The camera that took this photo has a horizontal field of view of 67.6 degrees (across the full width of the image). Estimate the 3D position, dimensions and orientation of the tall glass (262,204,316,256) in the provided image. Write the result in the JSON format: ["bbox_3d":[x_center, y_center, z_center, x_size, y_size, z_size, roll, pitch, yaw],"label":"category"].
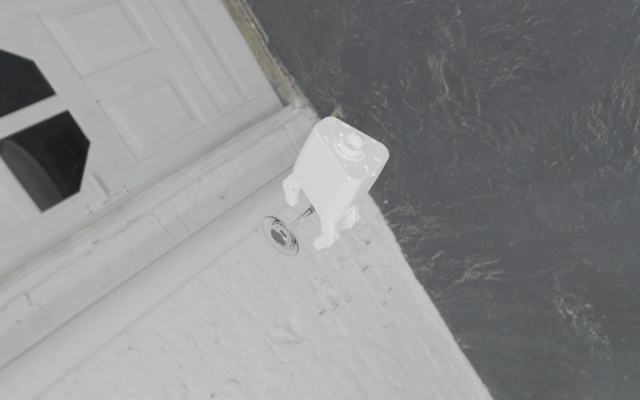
[{"bbox_3d":[0.000,0.003,0.784,0.079,0.079,0.201,0,32,47],"label":"tall glass"}]
